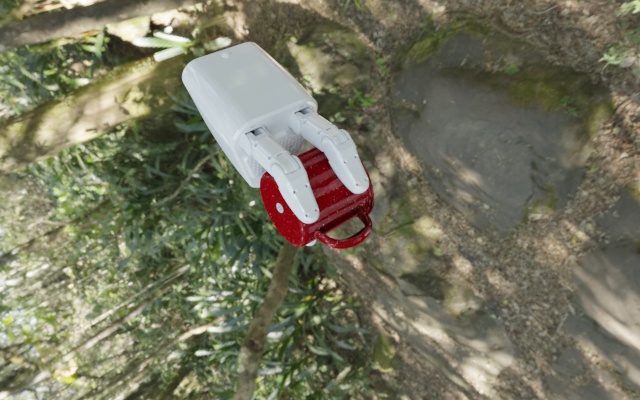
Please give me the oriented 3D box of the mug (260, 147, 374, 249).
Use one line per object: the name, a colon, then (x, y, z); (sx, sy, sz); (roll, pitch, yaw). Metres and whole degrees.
mug: (0.001, 0.003, 0.471); (0.081, 0.117, 0.093); (-28, -28, -24)
